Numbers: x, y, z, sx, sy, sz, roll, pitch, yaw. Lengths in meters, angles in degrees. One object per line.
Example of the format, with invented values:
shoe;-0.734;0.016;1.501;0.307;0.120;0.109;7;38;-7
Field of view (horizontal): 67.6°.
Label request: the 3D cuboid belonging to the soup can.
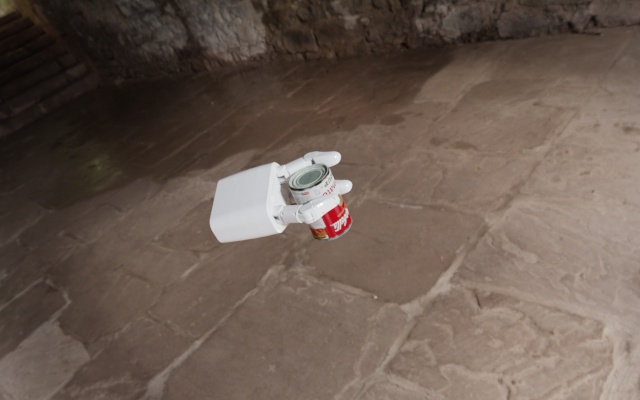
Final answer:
soup can;0.000;0.002;0.734;0.068;0.102;0.068;-18;31;11
